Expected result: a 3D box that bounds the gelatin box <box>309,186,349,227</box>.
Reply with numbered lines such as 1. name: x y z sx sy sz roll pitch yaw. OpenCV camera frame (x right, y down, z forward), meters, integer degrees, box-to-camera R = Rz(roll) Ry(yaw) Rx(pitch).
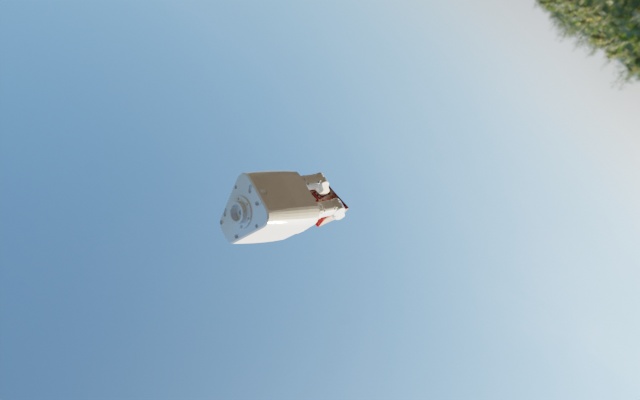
1. gelatin box: 0.000 0.003 0.844 0.030 0.073 0.089 -49 -15 28
